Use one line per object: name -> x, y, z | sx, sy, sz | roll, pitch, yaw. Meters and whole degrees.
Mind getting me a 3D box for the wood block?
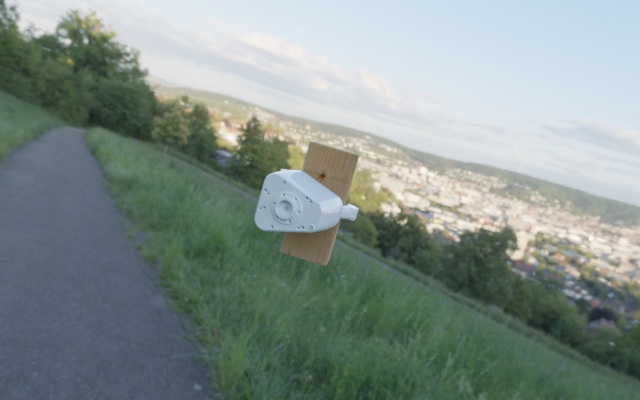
wood block -> 0.000, 0.003, 0.882 | 0.091, 0.206, 0.090 | 17, 8, 4
